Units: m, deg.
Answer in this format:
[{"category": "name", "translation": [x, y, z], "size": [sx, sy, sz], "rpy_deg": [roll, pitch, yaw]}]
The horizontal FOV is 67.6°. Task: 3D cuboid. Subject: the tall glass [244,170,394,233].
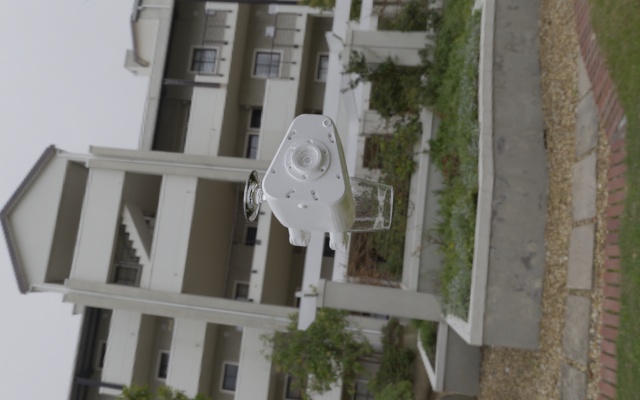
[{"category": "tall glass", "translation": [-0.001, 0.002, 0.668], "size": [0.201, 0.079, 0.079], "rpy_deg": [5, 1, 8]}]
